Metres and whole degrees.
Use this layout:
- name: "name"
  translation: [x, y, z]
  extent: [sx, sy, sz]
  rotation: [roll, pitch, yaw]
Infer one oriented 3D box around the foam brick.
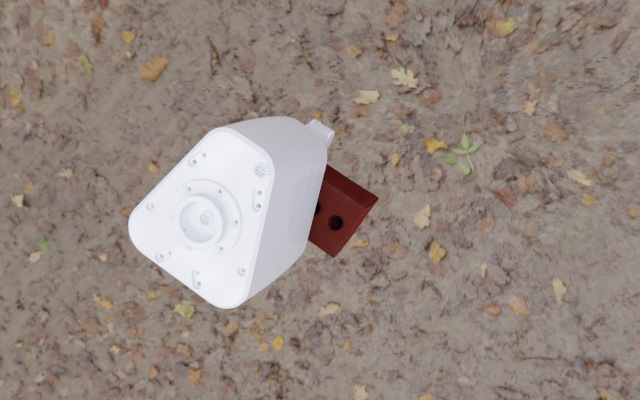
- name: "foam brick"
  translation: [0.000, 0.001, 0.405]
  extent: [0.078, 0.053, 0.051]
  rotation: [34, 18, 7]
